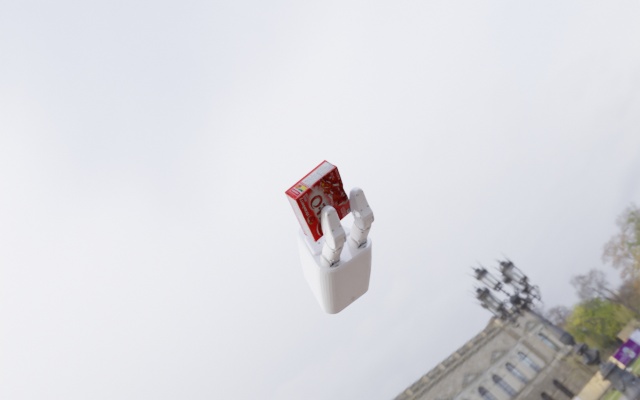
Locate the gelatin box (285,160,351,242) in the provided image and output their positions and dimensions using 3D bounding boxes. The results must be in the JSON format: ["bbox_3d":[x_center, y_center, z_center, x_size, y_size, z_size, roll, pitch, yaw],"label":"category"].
[{"bbox_3d":[0.000,0.002,0.642,0.073,0.089,0.030,-39,45,-18],"label":"gelatin box"}]
